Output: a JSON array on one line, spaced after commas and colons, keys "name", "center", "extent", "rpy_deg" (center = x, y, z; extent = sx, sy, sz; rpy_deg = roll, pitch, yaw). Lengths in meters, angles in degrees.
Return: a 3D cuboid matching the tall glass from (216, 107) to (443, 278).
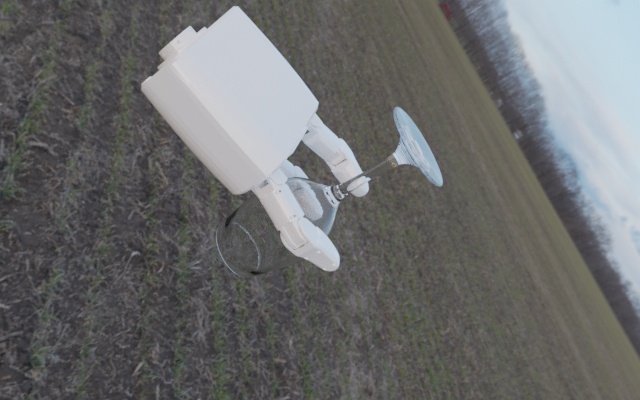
[{"name": "tall glass", "center": [0.001, 0.001, 0.423], "extent": [0.201, 0.079, 0.079], "rpy_deg": [-30, -13, 23]}]
